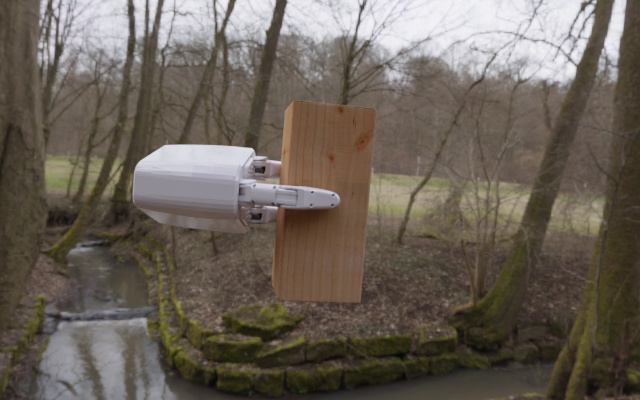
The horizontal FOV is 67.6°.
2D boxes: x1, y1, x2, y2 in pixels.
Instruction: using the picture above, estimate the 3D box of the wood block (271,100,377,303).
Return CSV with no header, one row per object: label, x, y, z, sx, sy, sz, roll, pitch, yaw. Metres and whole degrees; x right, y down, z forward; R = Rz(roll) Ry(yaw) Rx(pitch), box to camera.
wood block,0.000,0.002,0.535,0.090,0.206,0.091,4,2,-11
